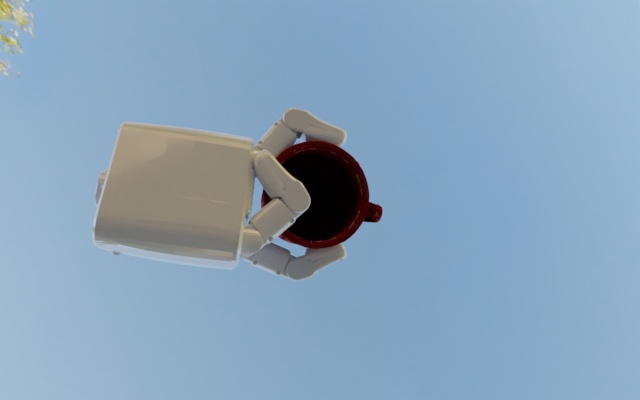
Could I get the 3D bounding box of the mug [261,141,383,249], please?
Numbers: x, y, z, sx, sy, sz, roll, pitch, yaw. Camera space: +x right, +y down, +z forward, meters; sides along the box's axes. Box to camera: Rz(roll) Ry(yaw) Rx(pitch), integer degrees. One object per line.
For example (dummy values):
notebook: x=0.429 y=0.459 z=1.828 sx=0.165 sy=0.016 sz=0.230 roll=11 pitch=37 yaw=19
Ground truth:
mug: x=0.001 y=0.002 z=0.447 sx=0.117 sy=0.093 sz=0.081 roll=11 pitch=-9 yaw=-12
